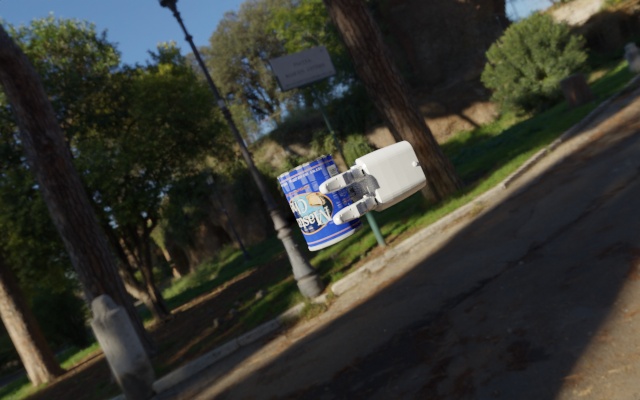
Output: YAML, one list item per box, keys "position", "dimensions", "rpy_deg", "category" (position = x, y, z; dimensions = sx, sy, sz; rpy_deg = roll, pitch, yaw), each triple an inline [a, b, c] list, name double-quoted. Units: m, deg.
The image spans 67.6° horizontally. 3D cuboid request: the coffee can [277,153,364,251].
- position: [0.000, 0.003, 0.831]
  dimensions: [0.103, 0.140, 0.103]
  rpy_deg: [-24, 2, 1]
  category: "coffee can"
